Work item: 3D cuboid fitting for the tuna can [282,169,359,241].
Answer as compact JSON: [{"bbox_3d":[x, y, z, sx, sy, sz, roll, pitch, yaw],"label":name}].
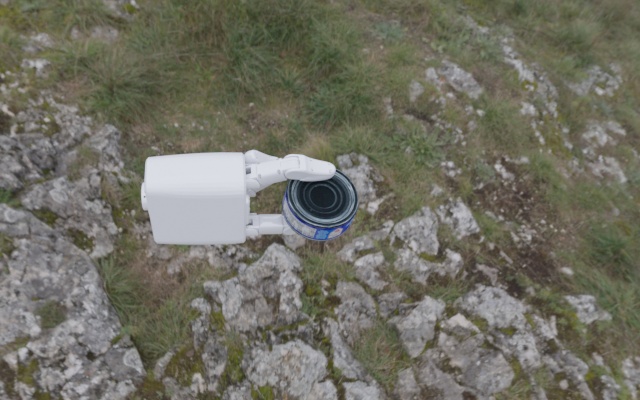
[{"bbox_3d":[0.000,0.002,0.551,0.086,0.086,0.034,0,-31,-14],"label":"tuna can"}]
